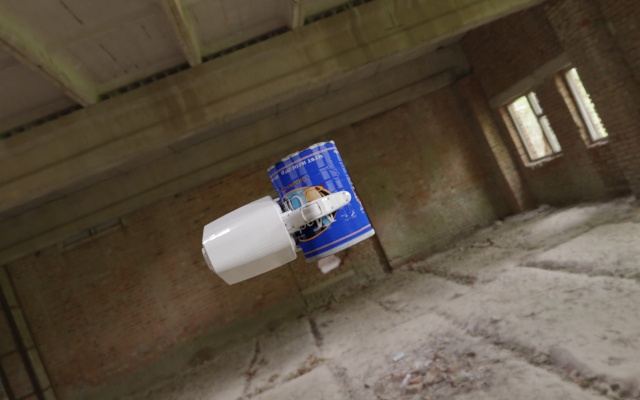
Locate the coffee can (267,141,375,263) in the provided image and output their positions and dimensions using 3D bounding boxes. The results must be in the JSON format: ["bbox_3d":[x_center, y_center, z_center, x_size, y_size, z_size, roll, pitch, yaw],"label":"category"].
[{"bbox_3d":[0.000,0.002,0.662,0.103,0.140,0.103,-24,-2,-1],"label":"coffee can"}]
